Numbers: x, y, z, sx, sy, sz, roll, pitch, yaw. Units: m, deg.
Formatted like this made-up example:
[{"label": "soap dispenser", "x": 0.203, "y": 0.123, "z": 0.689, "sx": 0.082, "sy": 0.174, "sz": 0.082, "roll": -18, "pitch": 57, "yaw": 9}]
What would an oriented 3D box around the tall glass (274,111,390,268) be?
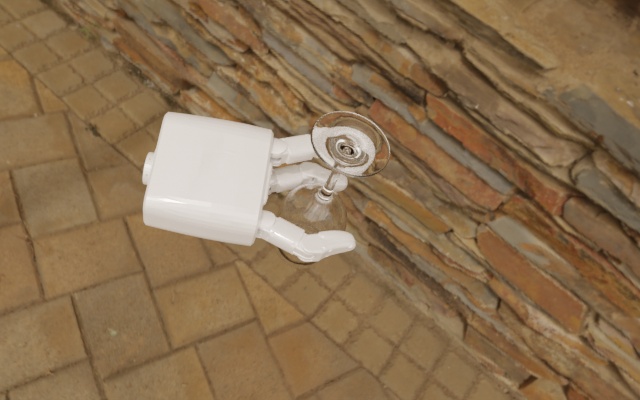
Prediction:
[{"label": "tall glass", "x": 0.000, "y": 0.001, "z": 0.501, "sx": 0.079, "sy": 0.079, "sz": 0.201, "roll": 0, "pitch": -32, "yaw": -18}]
